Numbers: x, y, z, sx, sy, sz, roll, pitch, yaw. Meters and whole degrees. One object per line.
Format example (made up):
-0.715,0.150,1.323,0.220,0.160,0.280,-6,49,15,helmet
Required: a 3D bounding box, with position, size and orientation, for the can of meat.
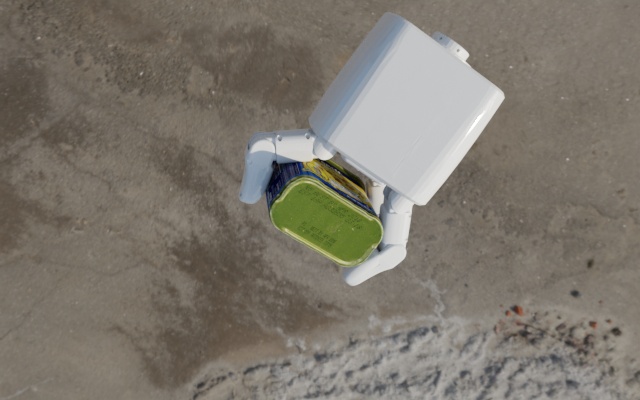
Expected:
0.000,0.002,0.414,0.102,0.057,0.084,31,17,-22,can of meat
